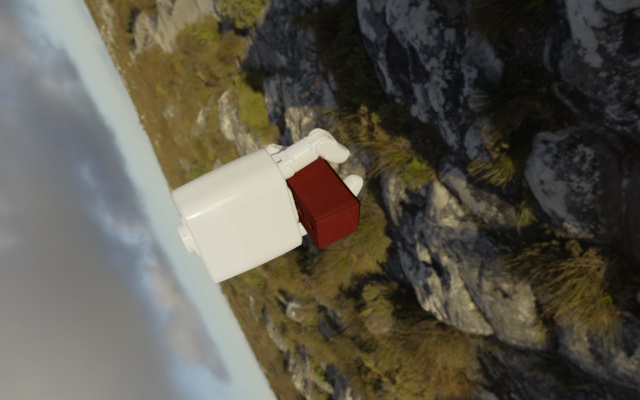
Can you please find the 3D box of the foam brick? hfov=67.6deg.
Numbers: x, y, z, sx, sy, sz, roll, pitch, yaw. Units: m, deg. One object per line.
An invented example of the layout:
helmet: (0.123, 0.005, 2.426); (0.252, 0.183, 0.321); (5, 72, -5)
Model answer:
foam brick: (0.000, 0.002, 0.510); (0.051, 0.078, 0.053); (-25, -36, -17)
